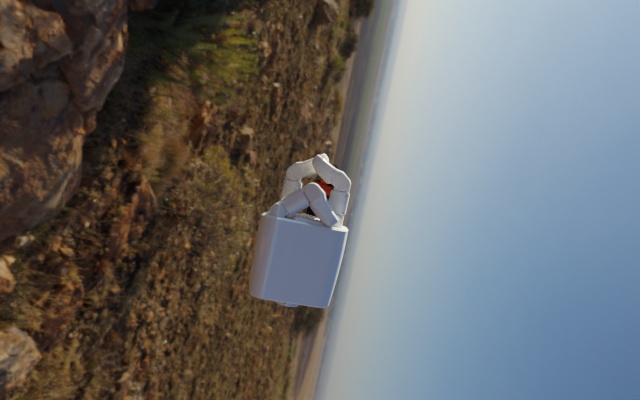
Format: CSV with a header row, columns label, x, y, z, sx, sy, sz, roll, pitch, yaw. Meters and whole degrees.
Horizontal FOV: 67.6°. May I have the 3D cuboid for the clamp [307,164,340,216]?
label,x,y,z,sx,sy,sz,roll,pitch,yaw
clamp,0.001,0.002,0.704,0.039,0.120,0.171,12,3,5
